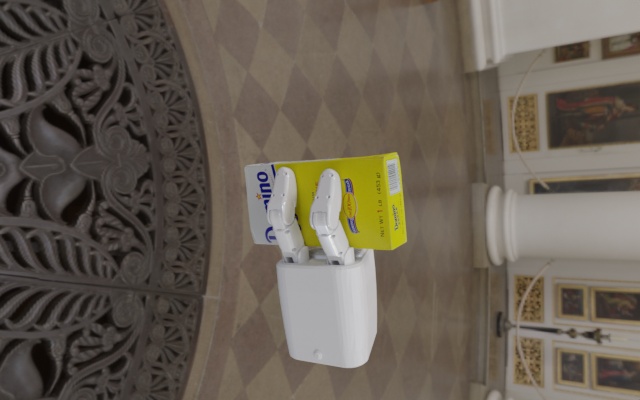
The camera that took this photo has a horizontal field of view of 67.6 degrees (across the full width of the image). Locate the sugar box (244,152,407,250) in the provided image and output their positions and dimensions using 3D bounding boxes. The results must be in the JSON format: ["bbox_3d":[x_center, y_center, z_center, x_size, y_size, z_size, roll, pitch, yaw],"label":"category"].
[{"bbox_3d":[0.000,0.002,0.511,0.176,0.093,0.048,-2,7,31],"label":"sugar box"}]
